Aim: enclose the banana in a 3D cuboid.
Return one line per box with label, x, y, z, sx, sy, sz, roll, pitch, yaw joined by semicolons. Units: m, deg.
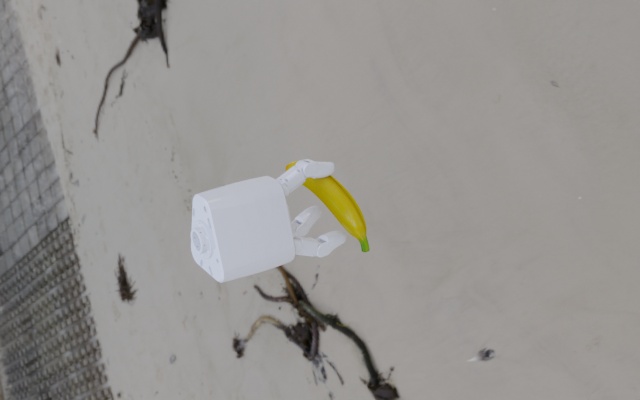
banana;0.006;-0.009;0.697;0.037;0.070;0.197;-21;54;-32
